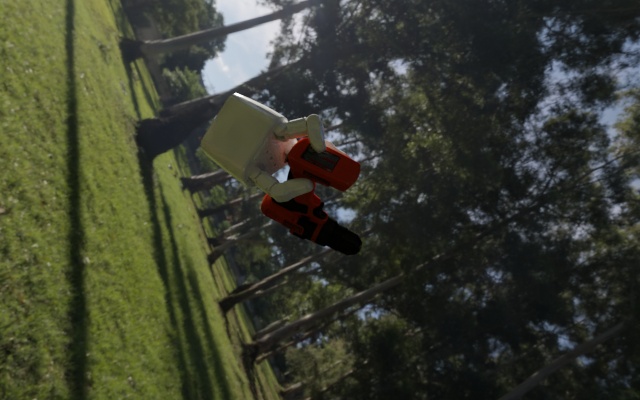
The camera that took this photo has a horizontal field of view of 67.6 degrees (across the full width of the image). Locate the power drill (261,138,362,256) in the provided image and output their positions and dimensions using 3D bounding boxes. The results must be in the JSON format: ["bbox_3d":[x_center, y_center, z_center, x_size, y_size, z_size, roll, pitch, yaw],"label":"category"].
[{"bbox_3d":[0.000,0.002,0.751,0.184,0.057,0.188,25,-39,3],"label":"power drill"}]
